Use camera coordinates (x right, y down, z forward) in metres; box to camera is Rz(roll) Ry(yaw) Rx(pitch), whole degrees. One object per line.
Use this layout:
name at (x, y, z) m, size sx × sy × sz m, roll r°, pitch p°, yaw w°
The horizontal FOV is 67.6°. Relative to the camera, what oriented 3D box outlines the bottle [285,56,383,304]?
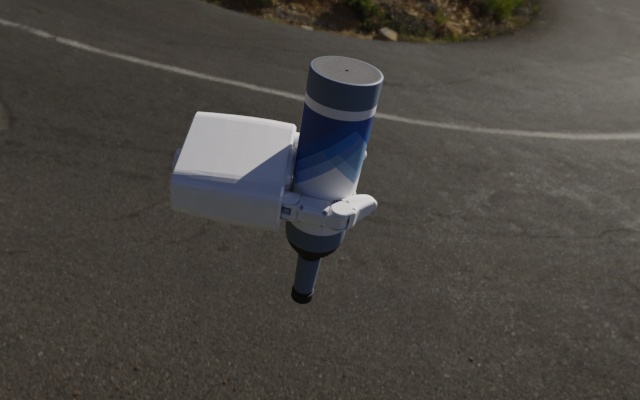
bottle at (0.000, 0.001, 0.508) m, size 0.069 × 0.296 × 0.069 m, roll 7°, pitch 36°, yaw -5°
